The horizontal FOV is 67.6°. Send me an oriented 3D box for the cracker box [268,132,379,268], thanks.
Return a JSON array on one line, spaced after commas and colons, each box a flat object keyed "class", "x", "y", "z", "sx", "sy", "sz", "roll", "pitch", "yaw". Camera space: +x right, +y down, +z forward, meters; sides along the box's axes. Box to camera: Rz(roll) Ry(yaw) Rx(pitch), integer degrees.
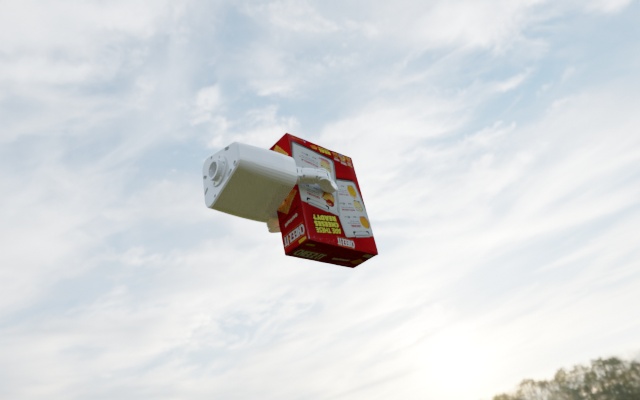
[{"class": "cracker box", "x": 0.000, "y": 0.003, "z": 0.839, "sx": 0.164, "sy": 0.213, "sz": 0.072, "roll": 16, "pitch": -41, "yaw": -40}]
